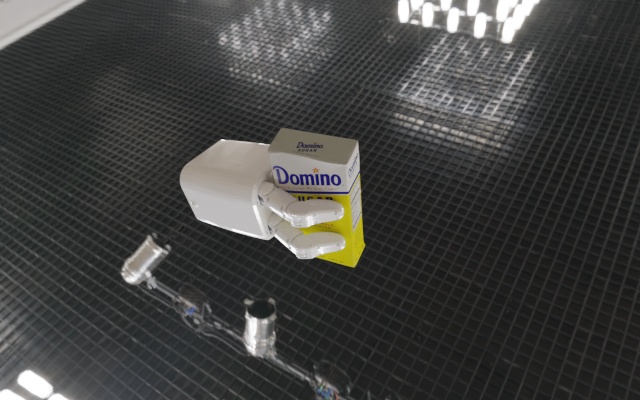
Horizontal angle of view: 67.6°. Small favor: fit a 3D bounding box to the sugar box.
[{"bbox_3d":[0.000,0.002,0.562,0.093,0.048,0.176,12,-38,20],"label":"sugar box"}]
